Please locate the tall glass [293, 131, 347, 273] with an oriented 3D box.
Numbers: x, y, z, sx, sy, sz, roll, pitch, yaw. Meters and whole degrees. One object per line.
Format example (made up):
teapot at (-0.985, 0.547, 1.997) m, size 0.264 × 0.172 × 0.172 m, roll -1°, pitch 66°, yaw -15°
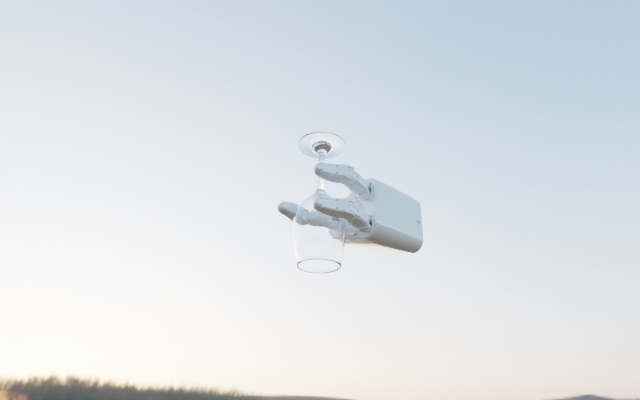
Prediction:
tall glass at (0.000, 0.002, 0.702) m, size 0.079 × 0.201 × 0.079 m, roll 1°, pitch -27°, yaw 1°
